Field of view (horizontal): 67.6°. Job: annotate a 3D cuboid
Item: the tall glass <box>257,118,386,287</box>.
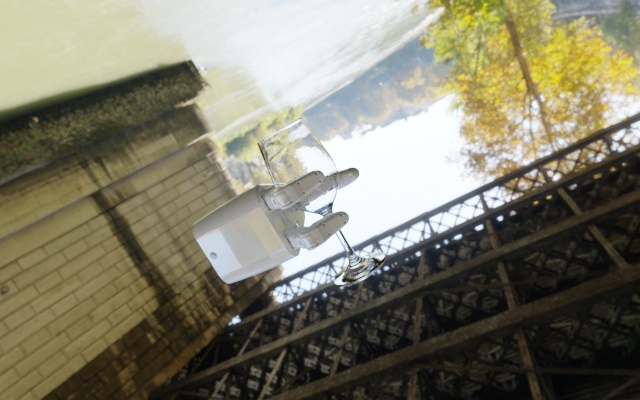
[{"bbox_3d":[0.001,0.002,0.582,0.079,0.201,0.079,-29,10,5],"label":"tall glass"}]
